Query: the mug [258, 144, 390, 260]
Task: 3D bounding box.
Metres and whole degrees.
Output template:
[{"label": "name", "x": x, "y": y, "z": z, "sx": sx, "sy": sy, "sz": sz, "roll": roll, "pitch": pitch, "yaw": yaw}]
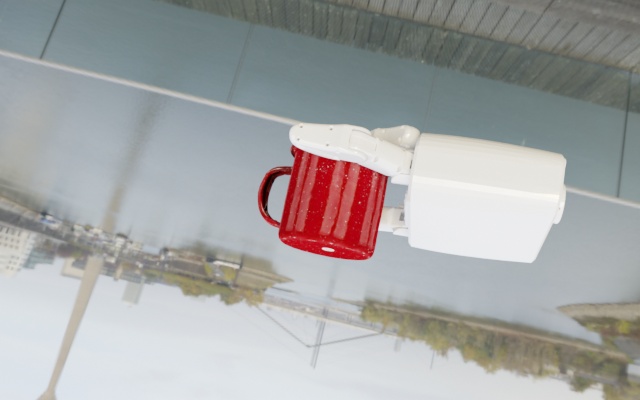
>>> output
[{"label": "mug", "x": -0.001, "y": 0.001, "z": 0.407, "sx": 0.117, "sy": 0.081, "sz": 0.093, "roll": 8, "pitch": -14, "yaw": 17}]
